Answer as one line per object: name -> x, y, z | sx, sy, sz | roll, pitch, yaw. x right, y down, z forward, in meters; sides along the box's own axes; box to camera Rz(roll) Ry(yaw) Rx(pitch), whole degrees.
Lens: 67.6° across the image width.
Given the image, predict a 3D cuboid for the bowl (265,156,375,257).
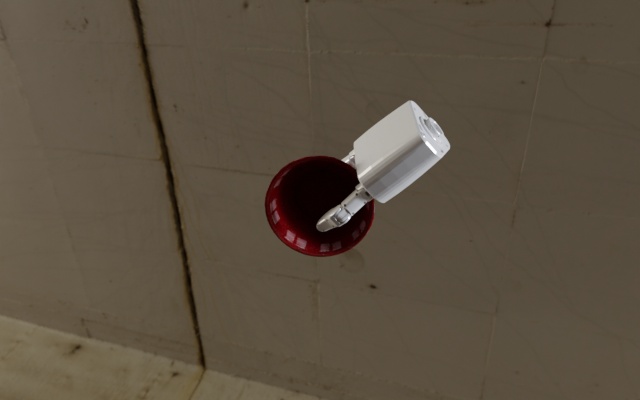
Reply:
bowl -> -0.001, 0.003, 0.722 | 0.162, 0.162, 0.055 | 0, 22, 4
